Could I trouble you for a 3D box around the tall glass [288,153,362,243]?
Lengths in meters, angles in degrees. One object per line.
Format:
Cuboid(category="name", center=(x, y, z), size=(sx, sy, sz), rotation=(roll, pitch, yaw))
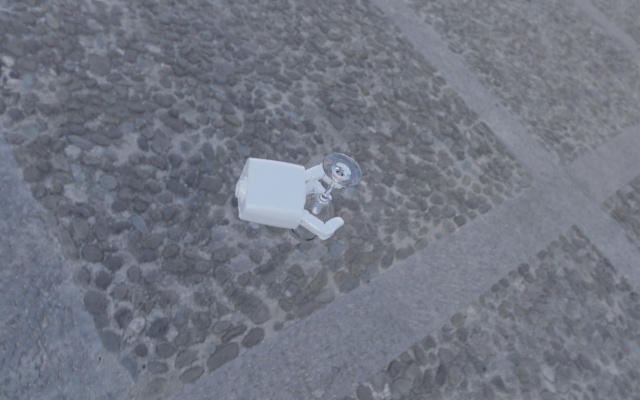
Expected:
Cuboid(category="tall glass", center=(0.001, 0.003, 0.895), size=(0.079, 0.079, 0.201), rotation=(0, -35, -27))
